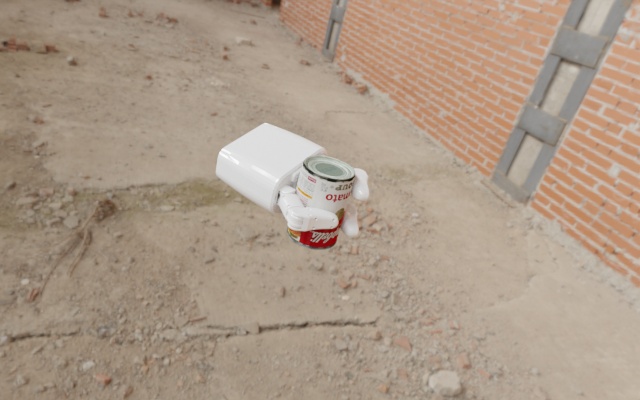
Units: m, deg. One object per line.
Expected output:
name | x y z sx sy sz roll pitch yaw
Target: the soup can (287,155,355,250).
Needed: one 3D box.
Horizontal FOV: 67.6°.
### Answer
soup can | 0.000 0.002 0.607 0.068 0.102 0.068 12 28 -6
